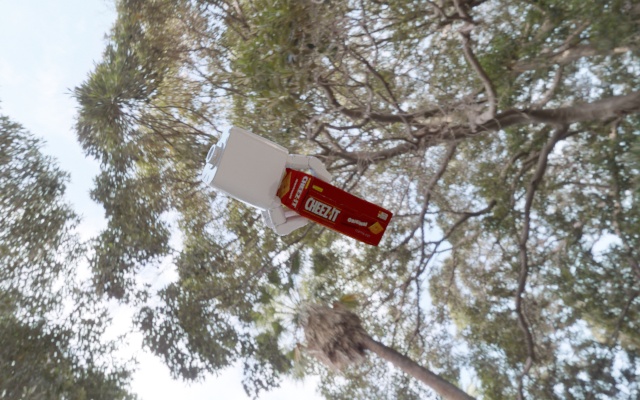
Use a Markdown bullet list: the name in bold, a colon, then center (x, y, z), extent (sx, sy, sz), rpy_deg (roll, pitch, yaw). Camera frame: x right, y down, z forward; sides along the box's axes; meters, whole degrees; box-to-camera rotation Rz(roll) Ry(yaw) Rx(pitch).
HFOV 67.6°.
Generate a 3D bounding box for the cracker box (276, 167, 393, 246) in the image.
- **cracker box**: center (0.000, 0.003, 0.849), extent (0.164, 0.072, 0.213), rpy_deg (23, 1, -26)
